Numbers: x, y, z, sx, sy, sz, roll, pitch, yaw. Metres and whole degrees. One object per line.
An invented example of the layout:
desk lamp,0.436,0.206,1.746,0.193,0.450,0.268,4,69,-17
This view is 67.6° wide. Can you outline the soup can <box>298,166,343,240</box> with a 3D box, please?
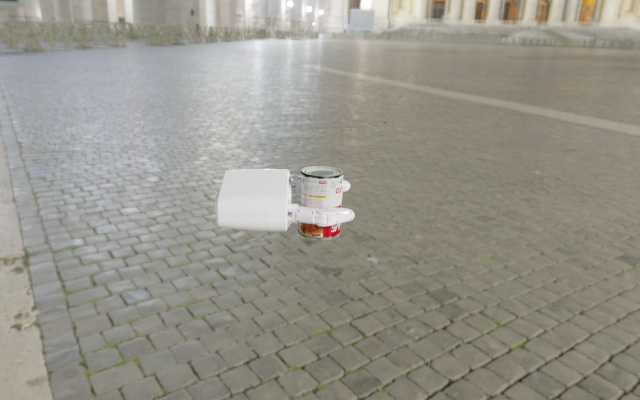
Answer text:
soup can,0.001,0.002,0.752,0.068,0.102,0.068,2,18,-1
